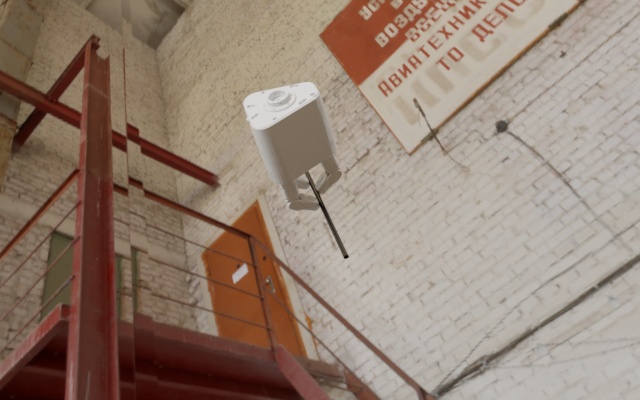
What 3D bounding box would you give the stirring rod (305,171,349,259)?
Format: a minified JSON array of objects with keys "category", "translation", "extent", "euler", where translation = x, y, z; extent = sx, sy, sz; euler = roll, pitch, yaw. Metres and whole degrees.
[{"category":"stirring rod","translation":[0.000,0.002,0.761],"extent":[0.011,0.011,0.239],"euler":[0,40,-24]}]
